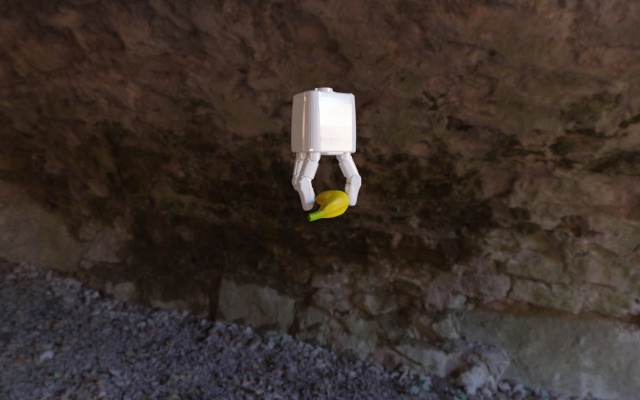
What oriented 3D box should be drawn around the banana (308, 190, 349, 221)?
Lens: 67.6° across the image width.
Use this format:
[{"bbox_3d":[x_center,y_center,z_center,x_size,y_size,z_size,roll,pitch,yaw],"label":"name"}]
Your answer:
[{"bbox_3d":[0.018,0.002,0.880,0.069,0.037,0.198,-3,7,5],"label":"banana"}]
